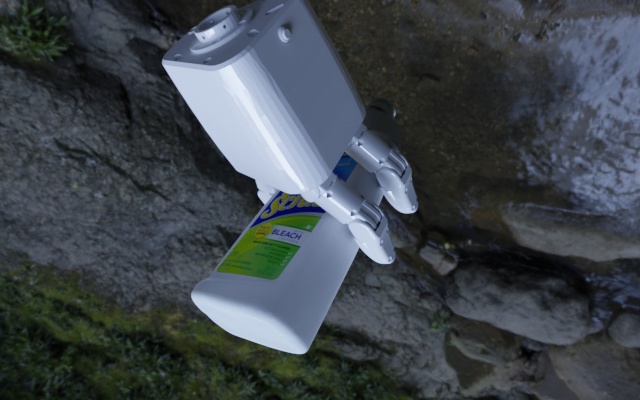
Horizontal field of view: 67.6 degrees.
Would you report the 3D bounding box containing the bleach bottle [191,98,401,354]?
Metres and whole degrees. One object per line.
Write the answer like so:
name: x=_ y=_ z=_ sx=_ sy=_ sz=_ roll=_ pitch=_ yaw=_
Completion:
bleach bottle: x=0.000 y=0.001 z=0.418 sx=0.102 sy=0.250 sz=0.068 roll=3 pitch=-40 yaw=38
